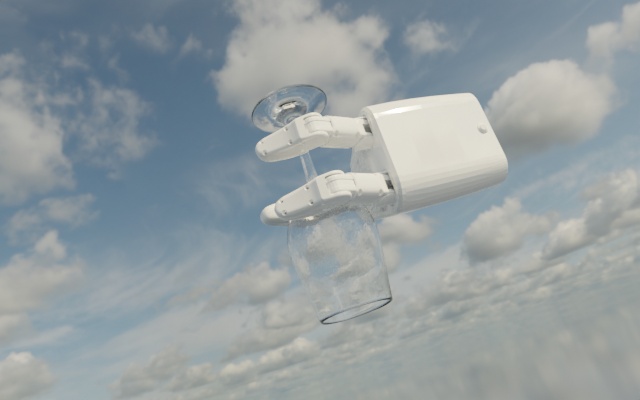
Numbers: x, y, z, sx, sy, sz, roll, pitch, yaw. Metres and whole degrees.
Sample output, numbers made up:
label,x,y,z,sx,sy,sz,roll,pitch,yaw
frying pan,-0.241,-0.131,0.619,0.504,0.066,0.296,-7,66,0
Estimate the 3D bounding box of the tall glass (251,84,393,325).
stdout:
label,x,y,z,sx,sy,sz,roll,pitch,yaw
tall glass,0.000,0.001,0.419,0.079,0.201,0.079,-16,-21,-6
